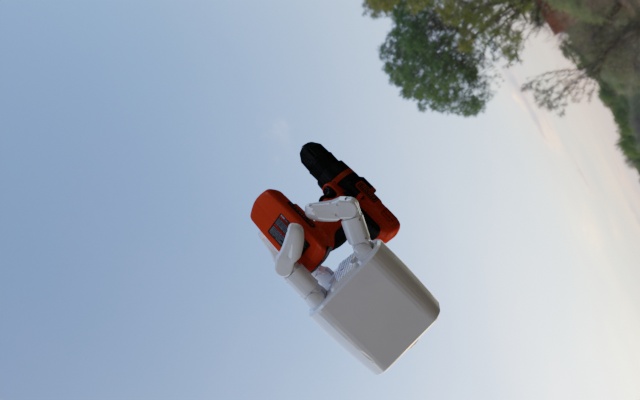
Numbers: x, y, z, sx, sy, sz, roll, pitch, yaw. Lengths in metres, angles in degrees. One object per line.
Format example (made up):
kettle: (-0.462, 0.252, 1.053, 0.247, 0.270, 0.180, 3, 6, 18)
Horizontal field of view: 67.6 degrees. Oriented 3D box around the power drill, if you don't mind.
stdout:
power drill: (0.000, 0.002, 0.616, 0.187, 0.184, 0.057, -25, -25, -51)
